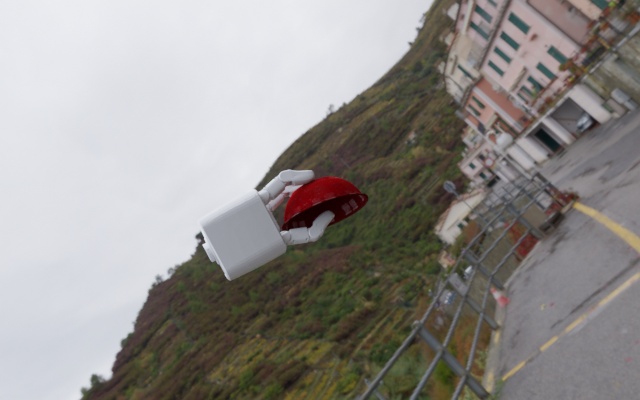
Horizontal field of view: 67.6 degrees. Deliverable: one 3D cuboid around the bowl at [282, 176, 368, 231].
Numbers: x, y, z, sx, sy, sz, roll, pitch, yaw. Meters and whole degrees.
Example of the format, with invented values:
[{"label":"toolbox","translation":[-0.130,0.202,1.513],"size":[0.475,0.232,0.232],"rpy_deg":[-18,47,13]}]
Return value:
[{"label":"bowl","translation":[0.001,0.002,0.840],"size":[0.162,0.055,0.162],"rpy_deg":[-19,-18,-6]}]
